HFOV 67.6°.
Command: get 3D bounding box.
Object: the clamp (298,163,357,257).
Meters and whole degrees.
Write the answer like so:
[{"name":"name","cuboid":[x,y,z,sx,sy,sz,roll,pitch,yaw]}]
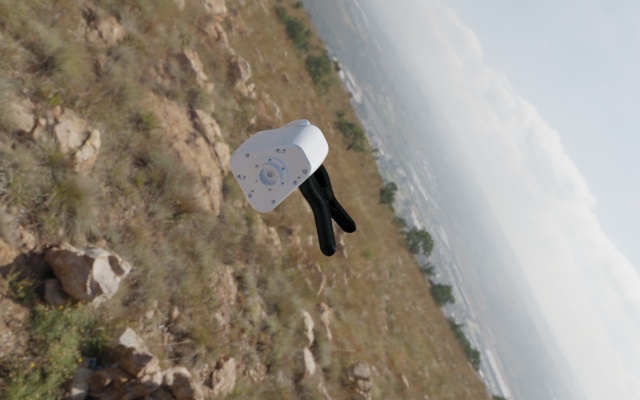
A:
[{"name":"clamp","cuboid":[0.001,0.002,0.753,0.039,0.171,0.120,-25,14,22]}]
